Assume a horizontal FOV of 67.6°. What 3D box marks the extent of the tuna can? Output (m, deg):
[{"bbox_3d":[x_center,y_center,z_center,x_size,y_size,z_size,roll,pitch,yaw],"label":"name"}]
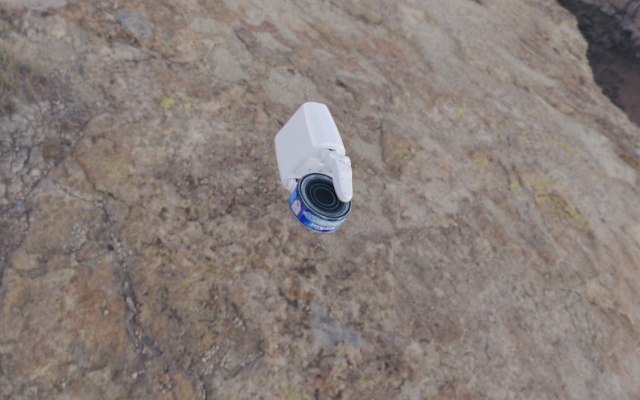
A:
[{"bbox_3d":[0.000,0.002,0.675,0.086,0.086,0.034,0,-37,-32],"label":"tuna can"}]
